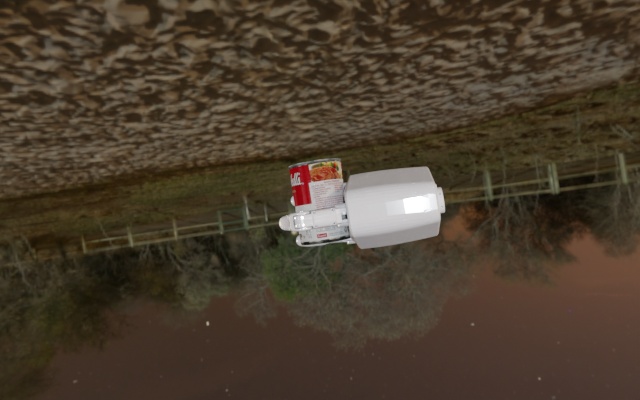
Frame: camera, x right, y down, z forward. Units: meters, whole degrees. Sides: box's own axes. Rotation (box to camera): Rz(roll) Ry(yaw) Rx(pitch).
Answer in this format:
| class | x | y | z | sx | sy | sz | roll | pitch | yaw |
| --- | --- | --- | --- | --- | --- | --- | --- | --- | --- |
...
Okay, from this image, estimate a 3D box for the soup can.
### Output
| class | x | y | z | sx | sy | sz | roll | pitch | yaw |
| --- | --- | --- | --- | --- | --- | --- | --- | --- | --- |
| soup can | 0.000 | 0.002 | 0.612 | 0.068 | 0.102 | 0.068 | -9 | -1 | 0 |
